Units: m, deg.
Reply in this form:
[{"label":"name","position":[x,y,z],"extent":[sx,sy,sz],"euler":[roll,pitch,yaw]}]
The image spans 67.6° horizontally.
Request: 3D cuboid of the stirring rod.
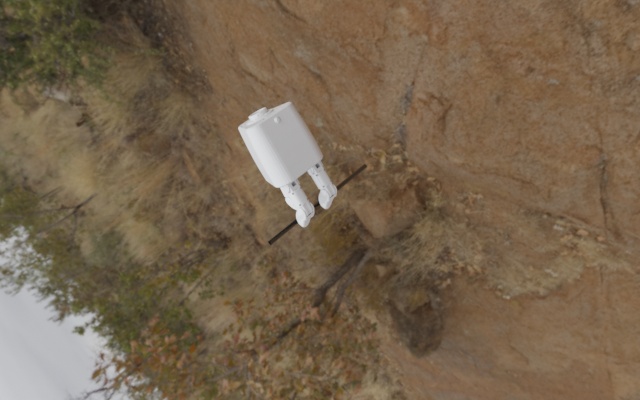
[{"label":"stirring rod","position":[0.000,0.003,0.843],"extent":[0.239,0.011,0.011],"euler":[-39,19,-26]}]
